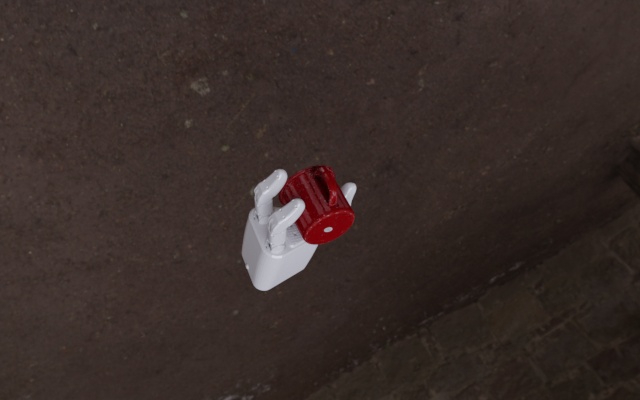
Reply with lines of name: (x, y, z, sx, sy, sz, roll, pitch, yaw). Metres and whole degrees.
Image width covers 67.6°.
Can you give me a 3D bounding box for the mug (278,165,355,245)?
mug: (0.001, 0.001, 0.678, 0.093, 0.081, 0.117, -12, -34, -27)
